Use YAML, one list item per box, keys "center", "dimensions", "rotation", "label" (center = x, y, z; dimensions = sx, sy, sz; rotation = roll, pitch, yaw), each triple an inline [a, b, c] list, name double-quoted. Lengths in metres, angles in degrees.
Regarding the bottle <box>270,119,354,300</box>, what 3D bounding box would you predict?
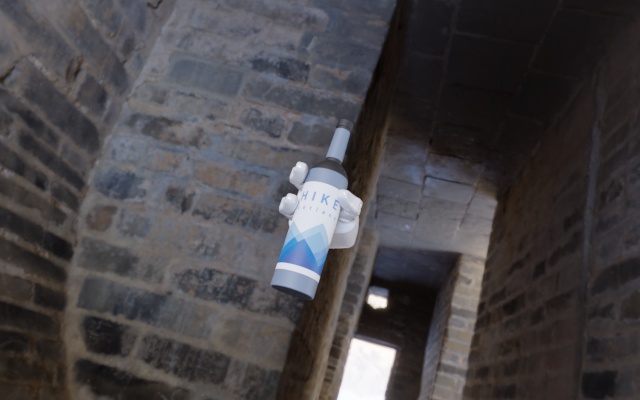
- center: [0.000, 0.003, 0.747]
  dimensions: [0.069, 0.295, 0.069]
  rotation: [16, -20, 6]
  label: "bottle"
